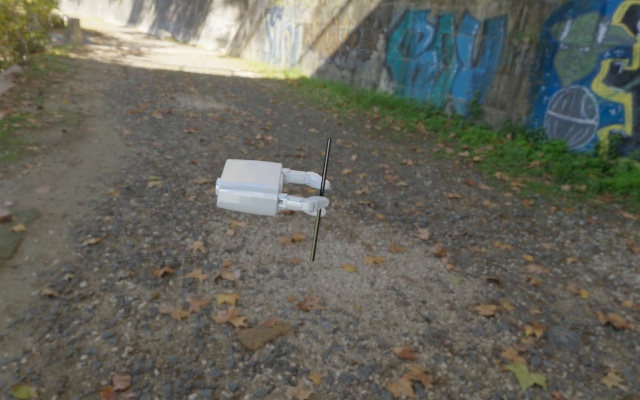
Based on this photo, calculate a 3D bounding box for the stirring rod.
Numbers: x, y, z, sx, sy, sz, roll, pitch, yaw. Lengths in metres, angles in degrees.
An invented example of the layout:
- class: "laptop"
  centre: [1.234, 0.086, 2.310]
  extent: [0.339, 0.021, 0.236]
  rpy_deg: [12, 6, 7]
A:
- class: "stirring rod"
  centre: [0.000, 0.003, 0.884]
  extent: [0.011, 0.240, 0.011]
  rpy_deg: [7, 18, -2]
